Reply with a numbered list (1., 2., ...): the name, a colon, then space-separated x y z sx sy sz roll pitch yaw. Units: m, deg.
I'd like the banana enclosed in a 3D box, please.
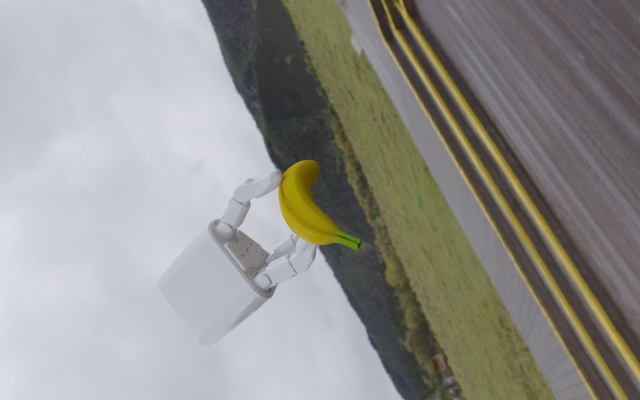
1. banana: -0.016 -0.002 0.537 0.069 0.037 0.197 18 24 -23
